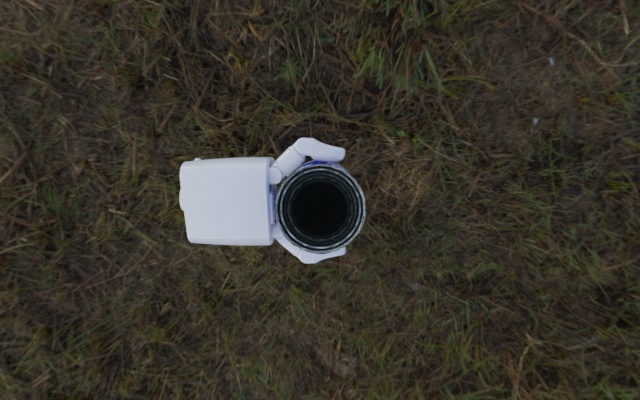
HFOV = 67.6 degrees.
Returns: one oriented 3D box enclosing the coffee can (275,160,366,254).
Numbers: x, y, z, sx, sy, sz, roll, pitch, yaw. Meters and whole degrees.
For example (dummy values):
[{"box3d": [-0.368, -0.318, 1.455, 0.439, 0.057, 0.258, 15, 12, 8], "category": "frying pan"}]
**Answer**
[{"box3d": [0.000, 0.002, 0.601, 0.103, 0.103, 0.140, 0, 6, 0], "category": "coffee can"}]
